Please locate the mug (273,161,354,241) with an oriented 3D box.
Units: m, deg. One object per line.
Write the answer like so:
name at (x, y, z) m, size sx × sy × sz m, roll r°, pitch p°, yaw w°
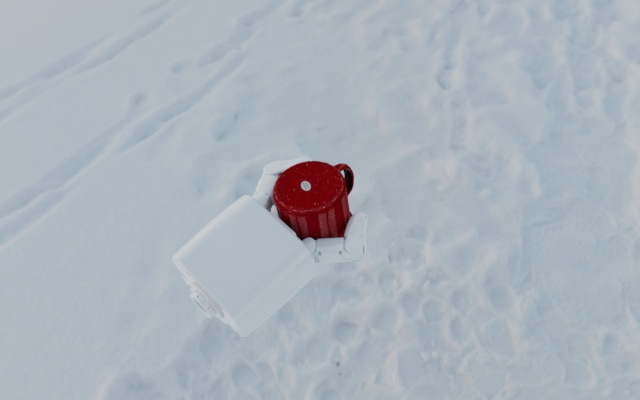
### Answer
mug at (0.001, 0.001, 0.555) m, size 0.093 × 0.082 × 0.117 m, roll 31°, pitch 60°, yaw 31°
